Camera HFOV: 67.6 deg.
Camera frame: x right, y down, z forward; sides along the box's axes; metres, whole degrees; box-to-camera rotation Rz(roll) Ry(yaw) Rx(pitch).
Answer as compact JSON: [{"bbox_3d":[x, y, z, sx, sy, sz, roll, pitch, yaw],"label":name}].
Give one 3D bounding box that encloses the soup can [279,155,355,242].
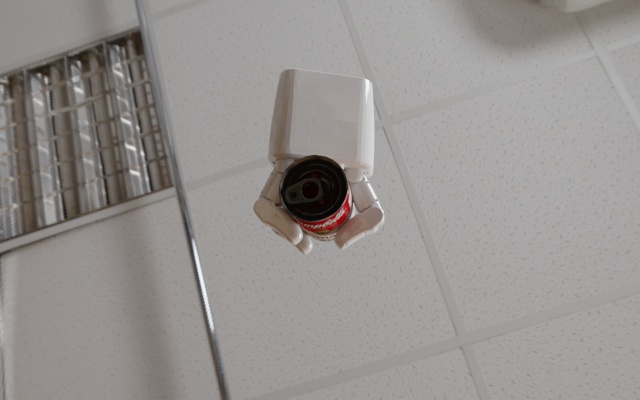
[{"bbox_3d":[0.000,0.002,0.506,0.068,0.068,0.102,0,-16,9],"label":"soup can"}]
